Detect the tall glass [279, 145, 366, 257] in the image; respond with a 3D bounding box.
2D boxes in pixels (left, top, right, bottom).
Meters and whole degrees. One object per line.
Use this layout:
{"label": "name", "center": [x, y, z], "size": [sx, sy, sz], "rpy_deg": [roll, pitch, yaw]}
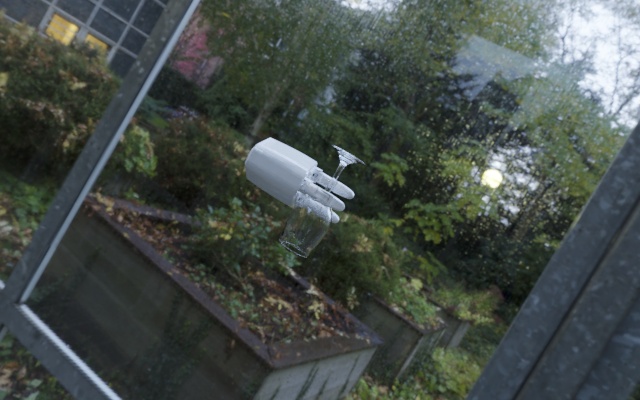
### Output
{"label": "tall glass", "center": [0.001, 0.002, 0.872], "size": [0.079, 0.201, 0.079], "rpy_deg": [30, 2, -1]}
